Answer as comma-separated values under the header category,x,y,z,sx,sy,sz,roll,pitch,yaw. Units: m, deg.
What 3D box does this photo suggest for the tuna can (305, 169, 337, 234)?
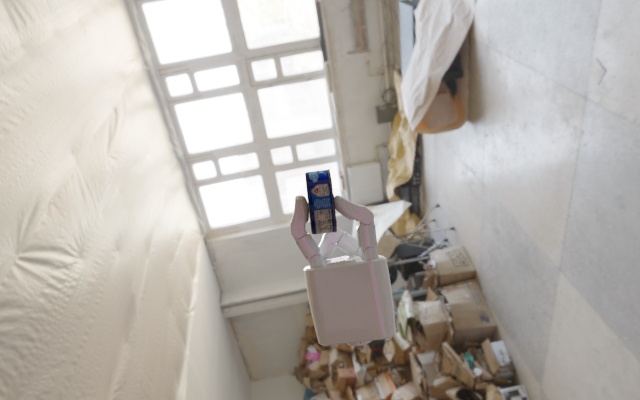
category,x,y,z,sx,sy,sz,roll,pitch,yaw
tuna can,0.000,0.002,0.639,0.034,0.086,0.086,-6,0,-2
